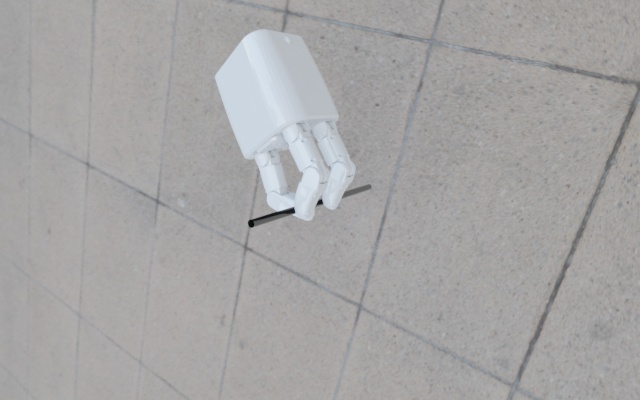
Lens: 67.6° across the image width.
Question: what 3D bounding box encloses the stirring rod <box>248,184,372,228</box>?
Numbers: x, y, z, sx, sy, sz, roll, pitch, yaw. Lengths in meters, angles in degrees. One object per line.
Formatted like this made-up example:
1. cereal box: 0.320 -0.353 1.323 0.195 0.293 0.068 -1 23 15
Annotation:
1. stirring rod: 0.000 0.002 0.551 0.011 0.011 0.239 0 10 34
